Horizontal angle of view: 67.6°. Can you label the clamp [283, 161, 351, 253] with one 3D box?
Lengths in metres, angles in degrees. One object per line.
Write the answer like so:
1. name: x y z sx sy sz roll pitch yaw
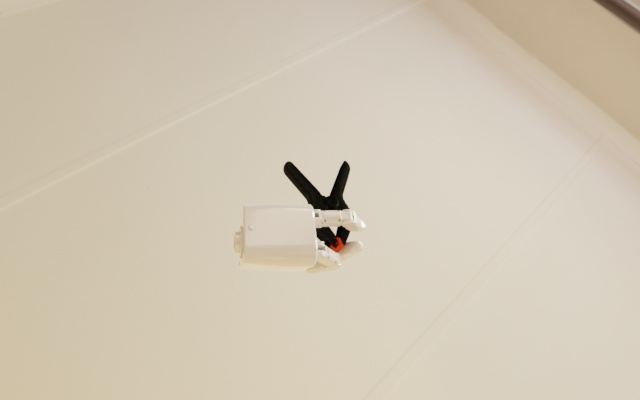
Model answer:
1. clamp: 0.000 0.003 0.785 0.120 0.171 0.039 2 -31 -14
